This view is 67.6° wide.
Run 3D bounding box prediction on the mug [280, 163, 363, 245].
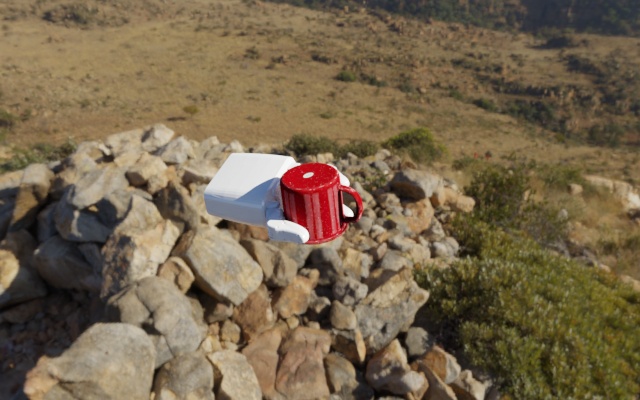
[{"bbox_3d":[0.001,0.002,0.647,0.117,0.081,0.093,7,33,22],"label":"mug"}]
